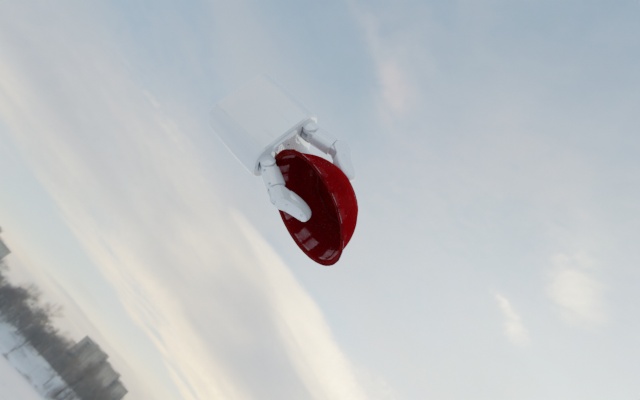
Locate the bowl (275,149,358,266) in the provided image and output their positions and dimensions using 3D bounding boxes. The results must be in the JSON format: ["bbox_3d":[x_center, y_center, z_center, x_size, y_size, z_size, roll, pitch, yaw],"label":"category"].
[{"bbox_3d":[0.001,0.003,0.629,0.055,0.162,0.162,-23,11,-28],"label":"bowl"}]
